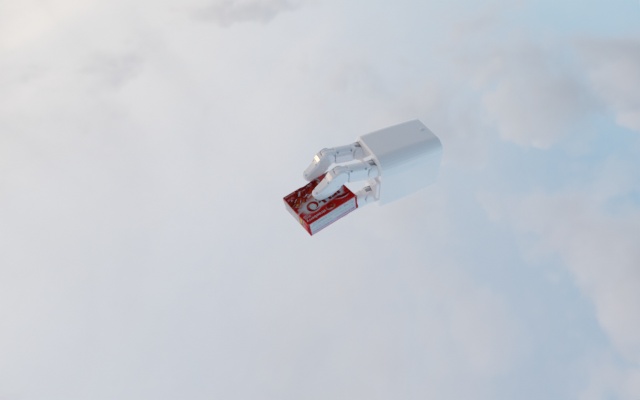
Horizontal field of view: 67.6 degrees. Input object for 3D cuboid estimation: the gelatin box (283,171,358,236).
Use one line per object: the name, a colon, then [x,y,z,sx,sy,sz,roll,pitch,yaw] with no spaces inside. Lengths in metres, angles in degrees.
gelatin box: [0.000,0.003,0.716,0.089,0.030,0.073,-31,49,-16]
